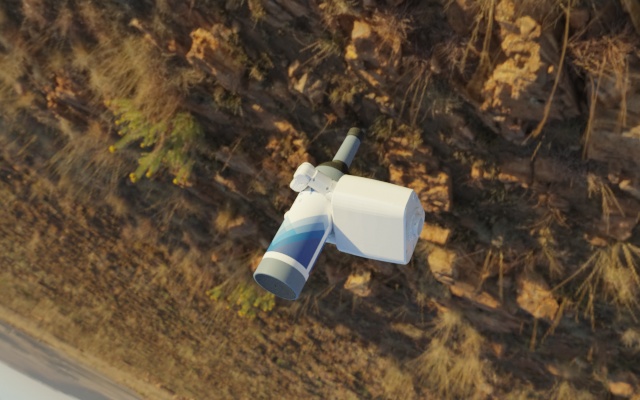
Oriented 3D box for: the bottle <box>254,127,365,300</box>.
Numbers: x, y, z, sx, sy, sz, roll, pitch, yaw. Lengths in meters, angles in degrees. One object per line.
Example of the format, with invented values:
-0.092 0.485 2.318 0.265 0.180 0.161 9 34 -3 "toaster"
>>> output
0.000 0.002 0.707 0.069 0.295 0.069 20 -31 13 "bottle"
